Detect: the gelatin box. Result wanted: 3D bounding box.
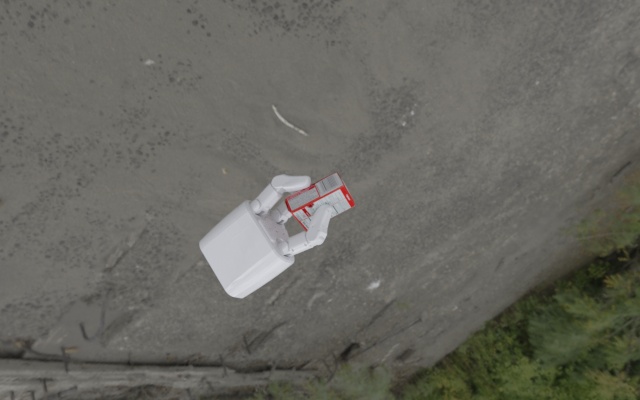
[{"bbox_3d":[0.001,0.003,0.711,0.089,0.030,0.073,-27,-29,5],"label":"gelatin box"}]
